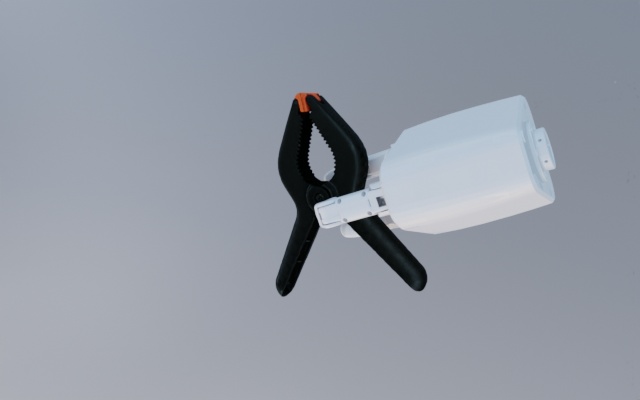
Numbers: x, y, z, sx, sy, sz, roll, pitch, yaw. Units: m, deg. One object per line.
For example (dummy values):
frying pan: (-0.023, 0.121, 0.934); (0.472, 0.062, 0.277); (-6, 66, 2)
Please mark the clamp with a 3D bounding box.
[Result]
clamp: (0.000, 0.001, 0.472); (0.164, 0.210, 0.036); (-16, 3, 29)
